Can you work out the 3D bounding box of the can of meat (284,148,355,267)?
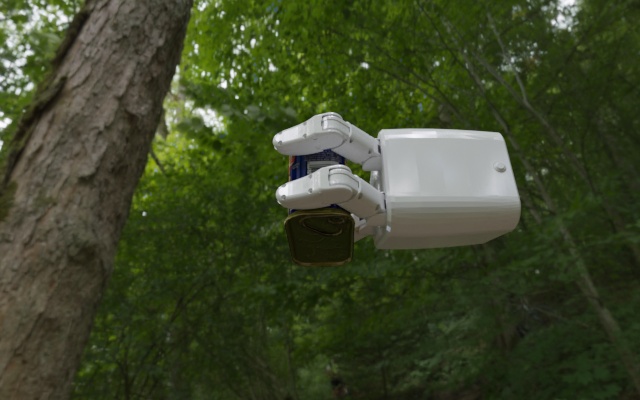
[{"bbox_3d":[0.000,0.001,0.432,0.057,0.084,0.102,-2,-31,2],"label":"can of meat"}]
